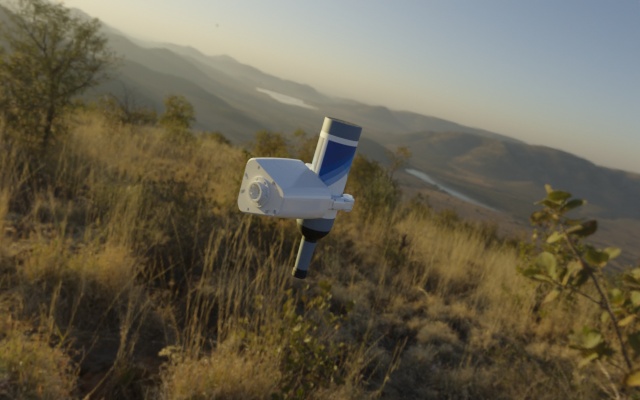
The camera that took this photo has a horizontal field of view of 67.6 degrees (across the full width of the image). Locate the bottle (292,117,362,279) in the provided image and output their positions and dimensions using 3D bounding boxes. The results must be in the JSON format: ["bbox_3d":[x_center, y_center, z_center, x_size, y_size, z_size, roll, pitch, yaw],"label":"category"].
[{"bbox_3d":[0.000,0.003,0.853,0.069,0.296,0.069,15,14,-4],"label":"bottle"}]
